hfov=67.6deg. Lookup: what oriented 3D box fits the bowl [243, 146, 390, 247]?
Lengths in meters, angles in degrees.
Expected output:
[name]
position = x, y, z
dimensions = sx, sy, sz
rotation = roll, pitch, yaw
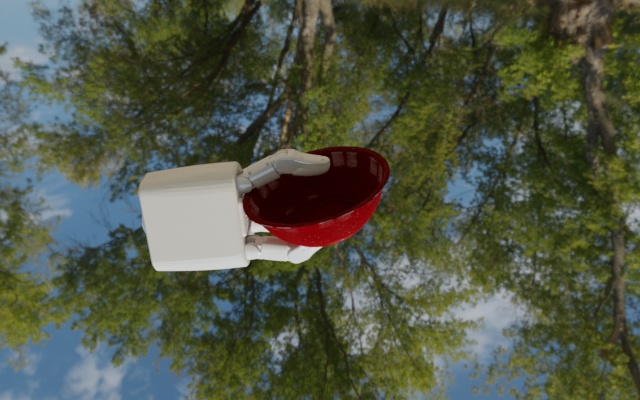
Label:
[bowl]
position = 0.001, 0.002, 0.521
dimensions = 0.162, 0.055, 0.162
rotation = -13, 30, 8
